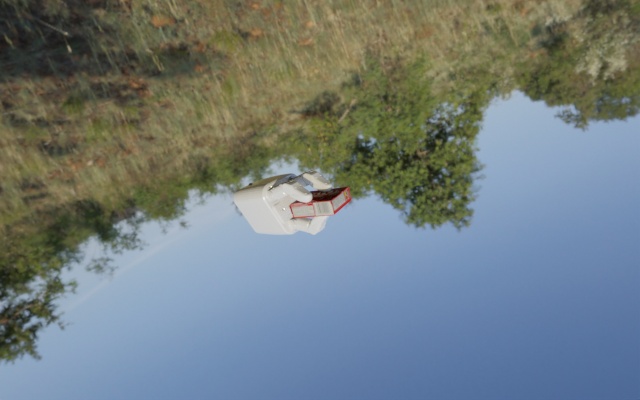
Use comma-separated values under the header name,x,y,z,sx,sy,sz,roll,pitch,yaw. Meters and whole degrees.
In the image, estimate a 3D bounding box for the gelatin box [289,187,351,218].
name,x,y,z,sx,sy,sz,roll,pitch,yaw
gelatin box,0.001,0.003,0.858,0.089,0.030,0.073,-5,18,32
